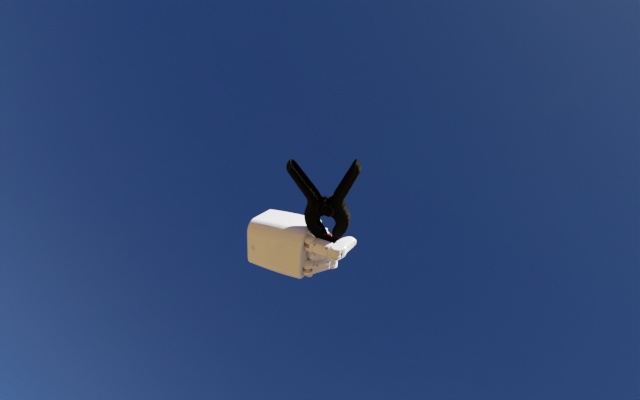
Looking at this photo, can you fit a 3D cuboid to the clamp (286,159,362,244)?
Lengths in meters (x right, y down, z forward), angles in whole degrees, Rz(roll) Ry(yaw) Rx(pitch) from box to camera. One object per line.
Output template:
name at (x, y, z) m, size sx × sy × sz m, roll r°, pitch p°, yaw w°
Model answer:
clamp at (0.000, 0.002, 0.795) m, size 0.120 × 0.171 × 0.039 m, roll 12°, pitch 28°, yaw 12°
